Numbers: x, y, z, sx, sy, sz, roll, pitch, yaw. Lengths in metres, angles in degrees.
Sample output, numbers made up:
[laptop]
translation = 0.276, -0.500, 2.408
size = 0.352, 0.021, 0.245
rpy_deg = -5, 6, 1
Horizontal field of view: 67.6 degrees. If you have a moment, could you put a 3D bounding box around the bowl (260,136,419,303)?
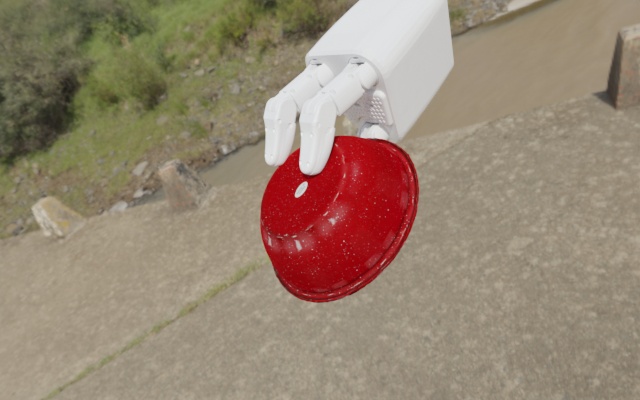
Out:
[bowl]
translation = -0.001, 0.002, 0.407
size = 0.162, 0.162, 0.055
rpy_deg = 0, -27, 45
